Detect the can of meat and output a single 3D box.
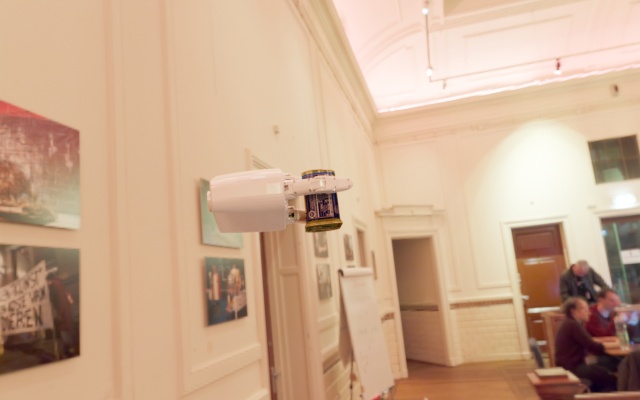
[{"bbox_3d":[0.000,0.002,0.746,0.057,0.084,0.102,-6,-10,-2],"label":"can of meat"}]
